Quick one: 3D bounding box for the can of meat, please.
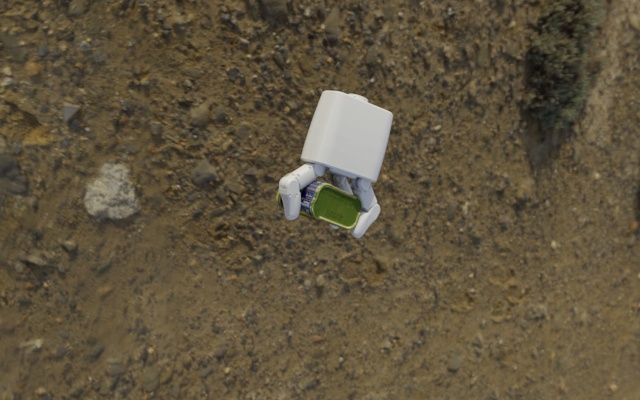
[{"bbox_3d":[0.000,0.002,0.713,0.102,0.057,0.084,22,-4,-42],"label":"can of meat"}]
